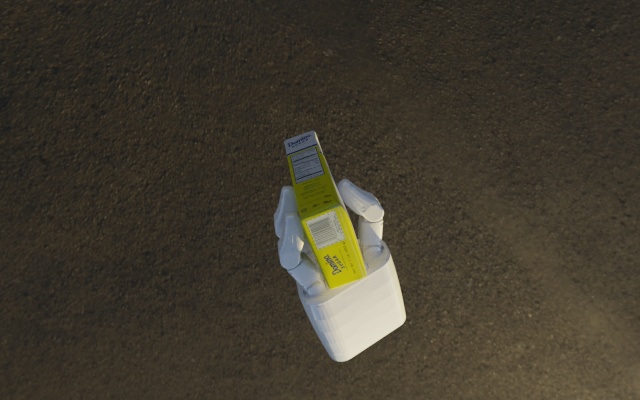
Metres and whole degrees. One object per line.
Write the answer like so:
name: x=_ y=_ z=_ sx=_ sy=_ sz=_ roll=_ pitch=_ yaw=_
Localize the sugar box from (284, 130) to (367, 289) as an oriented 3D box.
sugar box: x=0.000 y=0.002 z=0.517 sx=0.048 sy=0.093 sz=0.176 roll=-21 pitch=31 yaw=0
